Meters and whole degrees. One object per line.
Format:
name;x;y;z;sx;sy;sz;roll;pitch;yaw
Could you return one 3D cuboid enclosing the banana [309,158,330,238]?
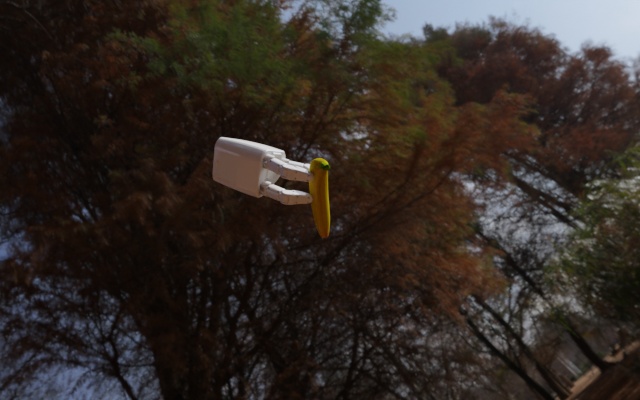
banana;-0.002;-0.013;0.907;0.037;0.069;0.198;-5;-43;-2
